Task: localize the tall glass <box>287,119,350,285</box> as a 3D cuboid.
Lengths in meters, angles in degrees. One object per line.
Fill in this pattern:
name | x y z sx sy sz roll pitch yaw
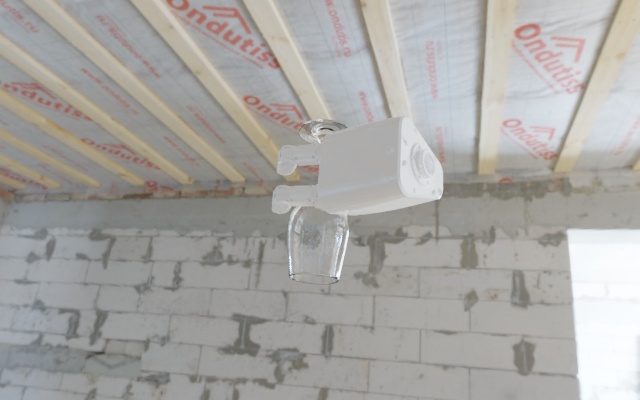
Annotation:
tall glass | 0.000 0.001 0.610 0.079 0.201 0.079 5 -20 2
